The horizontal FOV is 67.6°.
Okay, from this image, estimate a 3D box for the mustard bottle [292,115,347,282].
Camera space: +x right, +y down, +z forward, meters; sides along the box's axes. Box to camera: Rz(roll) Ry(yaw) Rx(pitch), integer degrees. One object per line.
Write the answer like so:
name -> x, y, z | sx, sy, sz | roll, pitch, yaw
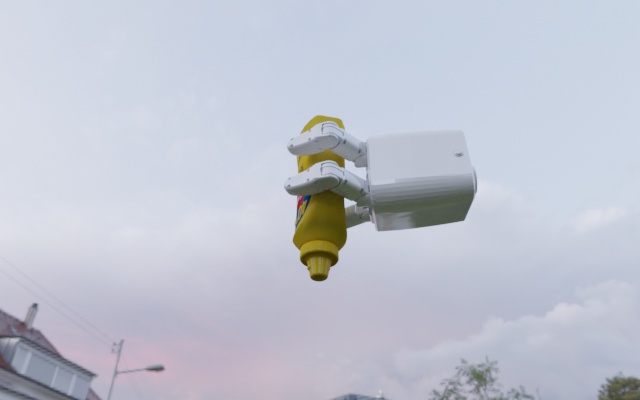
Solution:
mustard bottle -> 0.000, 0.002, 0.541 | 0.058, 0.191, 0.096 | 9, -37, -12
